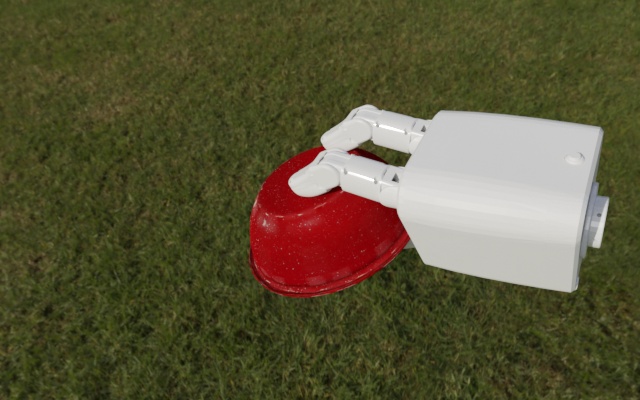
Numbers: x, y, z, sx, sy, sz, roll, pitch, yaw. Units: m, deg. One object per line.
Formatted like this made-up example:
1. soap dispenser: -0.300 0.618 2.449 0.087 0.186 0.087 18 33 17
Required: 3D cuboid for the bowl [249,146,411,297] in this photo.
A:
1. bowl: -0.001 0.001 0.404 0.162 0.055 0.162 -19 34 14
